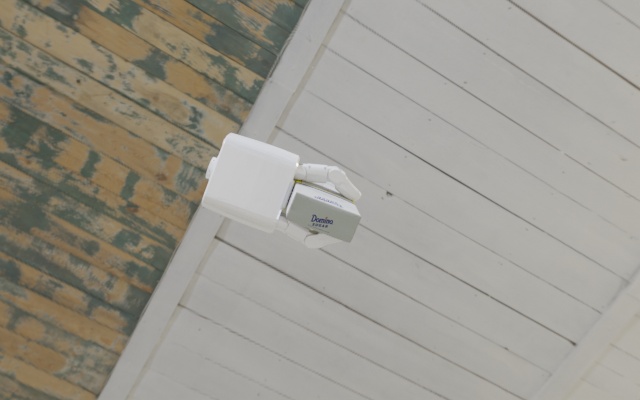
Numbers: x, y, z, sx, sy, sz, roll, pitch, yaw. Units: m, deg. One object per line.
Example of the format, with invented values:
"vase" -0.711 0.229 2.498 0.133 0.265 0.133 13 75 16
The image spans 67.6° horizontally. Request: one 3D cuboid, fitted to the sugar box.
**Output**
"sugar box" 0.000 0.003 0.691 0.093 0.048 0.176 21 14 -7
